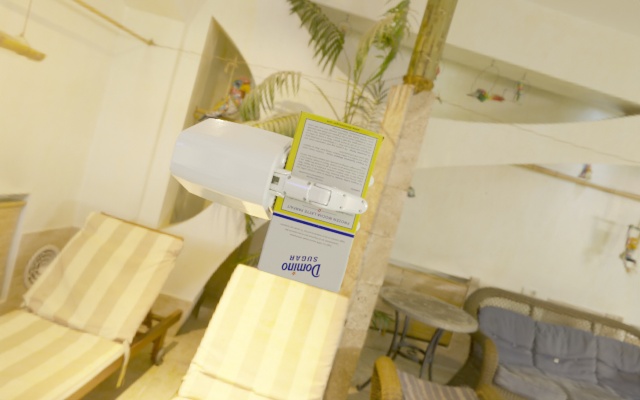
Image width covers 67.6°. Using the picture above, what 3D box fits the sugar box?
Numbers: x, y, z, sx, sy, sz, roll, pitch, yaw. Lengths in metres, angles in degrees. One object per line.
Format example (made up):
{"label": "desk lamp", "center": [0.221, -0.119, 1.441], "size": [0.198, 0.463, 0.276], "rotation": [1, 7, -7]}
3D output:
{"label": "sugar box", "center": [0.000, 0.002, 0.521], "size": [0.093, 0.176, 0.048], "rotation": [17, 4, 1]}
